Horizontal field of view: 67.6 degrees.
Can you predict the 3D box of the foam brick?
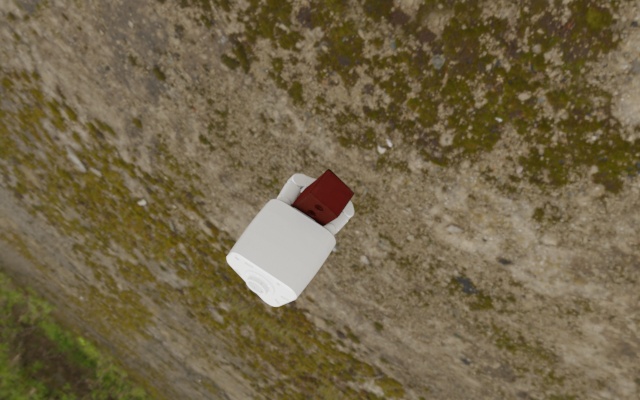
[{"bbox_3d":[0.000,0.002,0.680,0.051,0.053,0.078,-53,9,-34],"label":"foam brick"}]
